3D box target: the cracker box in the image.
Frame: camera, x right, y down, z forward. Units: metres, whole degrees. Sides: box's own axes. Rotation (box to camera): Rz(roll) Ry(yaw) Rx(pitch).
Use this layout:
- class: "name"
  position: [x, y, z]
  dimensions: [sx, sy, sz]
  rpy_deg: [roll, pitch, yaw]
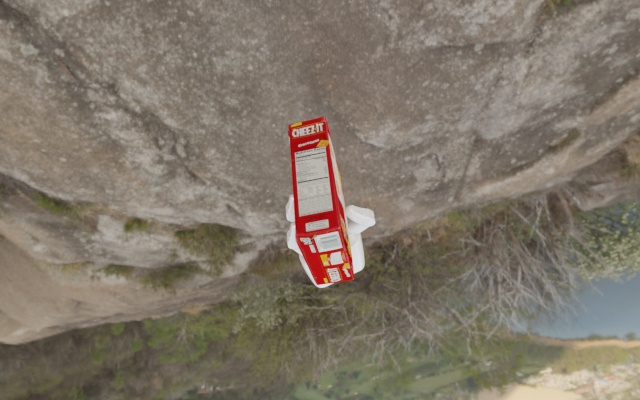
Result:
- class: "cracker box"
  position: [0.000, 0.003, 0.762]
  dimensions: [0.072, 0.213, 0.164]
  rpy_deg: [-10, -36, 5]
